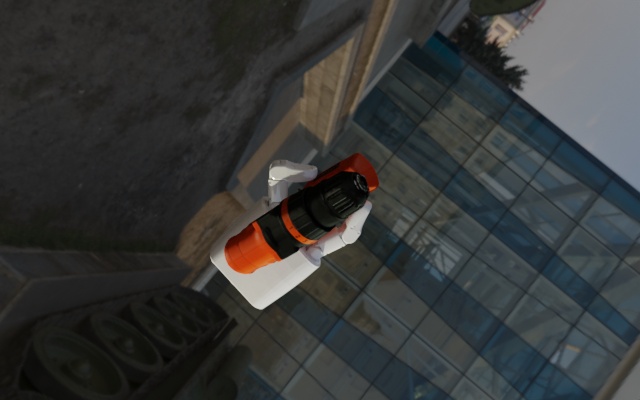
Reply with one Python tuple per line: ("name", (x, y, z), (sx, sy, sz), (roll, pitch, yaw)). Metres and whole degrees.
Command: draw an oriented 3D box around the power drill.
("power drill", (0.000, 0.002, 0.536), (0.184, 0.057, 0.187), (-29, 3, 31))
